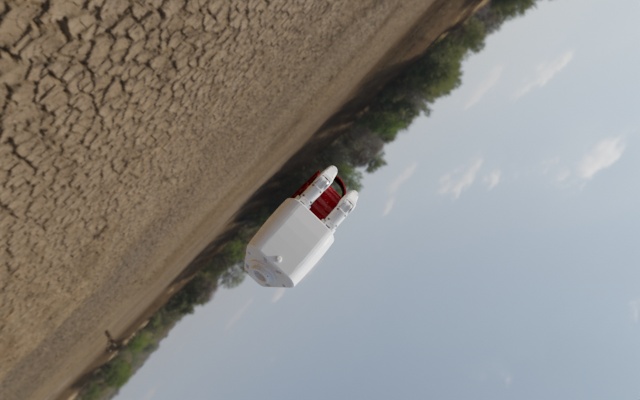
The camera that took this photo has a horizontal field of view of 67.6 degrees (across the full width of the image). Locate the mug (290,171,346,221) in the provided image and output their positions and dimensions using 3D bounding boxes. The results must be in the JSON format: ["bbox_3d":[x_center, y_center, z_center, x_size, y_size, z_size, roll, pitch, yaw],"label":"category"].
[{"bbox_3d":[0.001,0.002,0.816,0.117,0.081,0.093,-48,6,-31],"label":"mug"}]
